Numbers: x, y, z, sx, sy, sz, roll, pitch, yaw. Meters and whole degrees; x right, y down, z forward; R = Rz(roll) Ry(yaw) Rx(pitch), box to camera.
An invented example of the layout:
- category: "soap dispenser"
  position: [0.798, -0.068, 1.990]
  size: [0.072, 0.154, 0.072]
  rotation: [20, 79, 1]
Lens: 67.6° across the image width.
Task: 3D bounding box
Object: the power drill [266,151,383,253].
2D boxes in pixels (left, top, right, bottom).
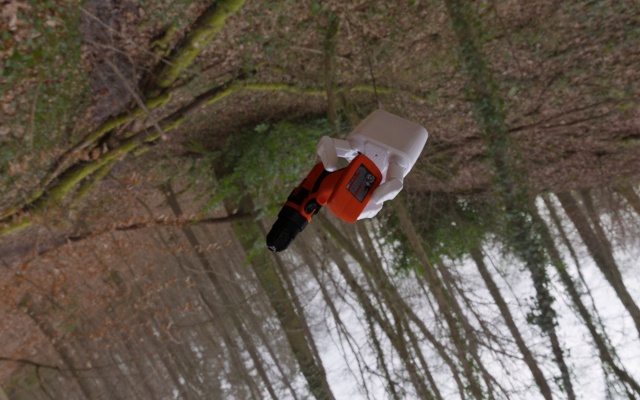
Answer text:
- category: "power drill"
  position: [0.001, 0.002, 0.753]
  size: [0.057, 0.184, 0.187]
  rotation: [42, -25, -21]
